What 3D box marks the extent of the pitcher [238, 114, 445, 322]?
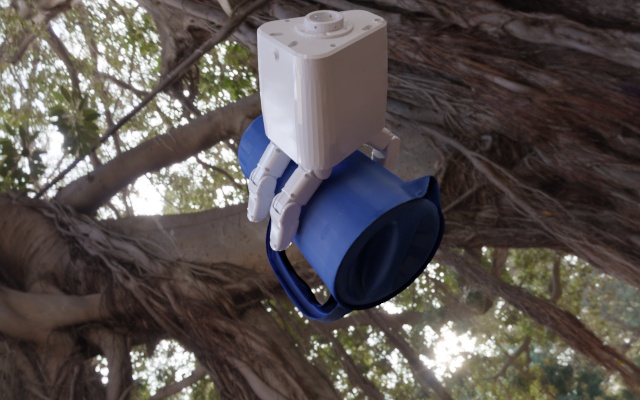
[{"bbox_3d":[0.000,0.002,0.525,0.149,0.145,0.242,-24,45,-23],"label":"pitcher"}]
